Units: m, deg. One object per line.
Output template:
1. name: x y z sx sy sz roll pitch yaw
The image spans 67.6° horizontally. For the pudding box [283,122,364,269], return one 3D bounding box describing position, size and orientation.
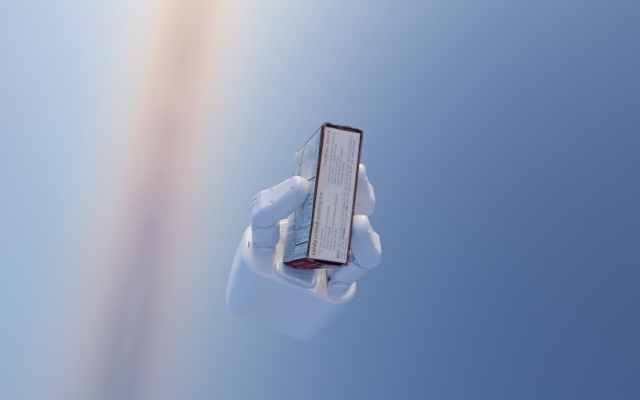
1. pudding box: 0.000 0.001 0.408 0.039 0.113 0.090 8 -11 -16
